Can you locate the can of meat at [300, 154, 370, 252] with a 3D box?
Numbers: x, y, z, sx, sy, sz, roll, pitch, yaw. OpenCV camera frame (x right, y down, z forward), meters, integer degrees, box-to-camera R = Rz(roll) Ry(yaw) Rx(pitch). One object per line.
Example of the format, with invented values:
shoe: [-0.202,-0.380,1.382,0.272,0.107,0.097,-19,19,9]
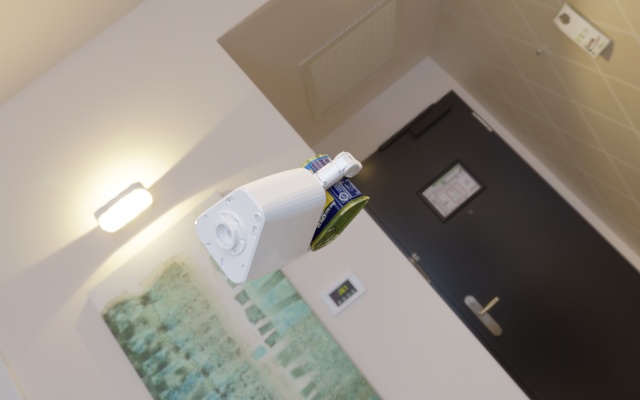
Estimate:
can of meat: [0.000,0.002,0.622,0.057,0.084,0.102,-22,-24,-49]
